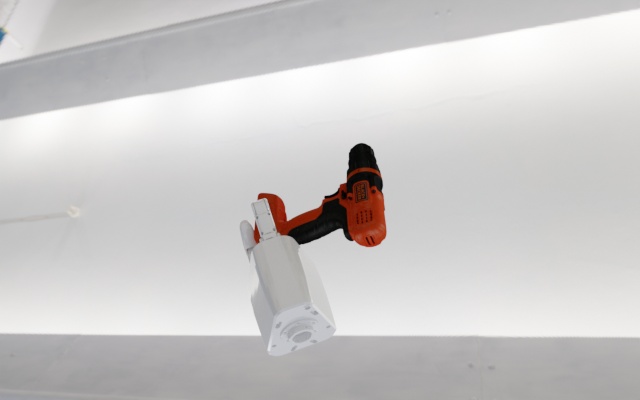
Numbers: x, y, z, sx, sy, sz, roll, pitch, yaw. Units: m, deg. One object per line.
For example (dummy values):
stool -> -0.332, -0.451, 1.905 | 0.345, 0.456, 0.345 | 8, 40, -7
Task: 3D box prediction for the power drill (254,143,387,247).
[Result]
power drill -> 0.000, 0.003, 0.688 | 0.187, 0.184, 0.057 | -17, -47, 16
